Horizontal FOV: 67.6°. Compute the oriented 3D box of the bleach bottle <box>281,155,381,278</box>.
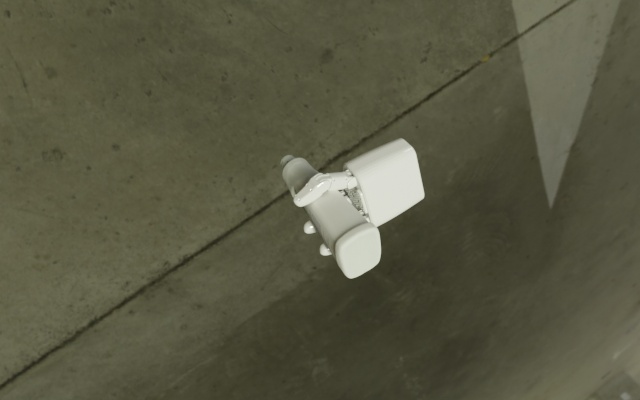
[{"bbox_3d":[0.000,0.003,0.757,0.068,0.103,0.250,-28,50,-12],"label":"bleach bottle"}]
